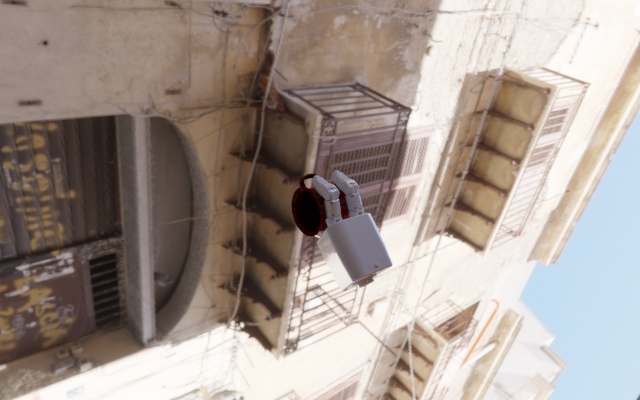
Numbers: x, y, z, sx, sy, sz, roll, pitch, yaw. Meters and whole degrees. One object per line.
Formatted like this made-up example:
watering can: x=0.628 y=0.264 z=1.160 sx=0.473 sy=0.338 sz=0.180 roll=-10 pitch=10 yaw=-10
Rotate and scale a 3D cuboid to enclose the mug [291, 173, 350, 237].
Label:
mug: x=0.000 y=0.002 z=0.897 sx=0.081 sy=0.117 sz=0.093 roll=-13 pitch=-18 yaw=-37
